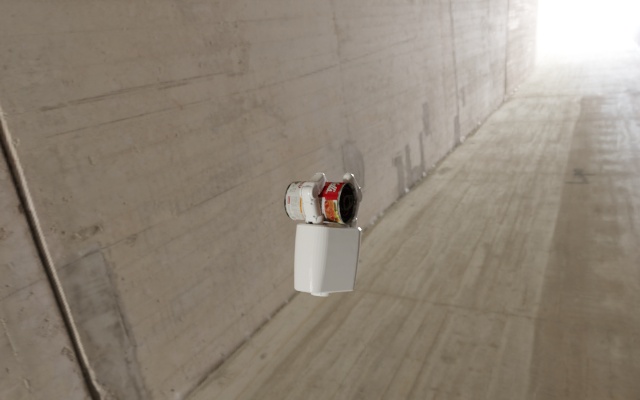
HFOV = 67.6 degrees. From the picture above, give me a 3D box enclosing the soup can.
[{"bbox_3d":[0.000,0.002,0.787,0.102,0.068,0.068,3,1,28],"label":"soup can"}]
